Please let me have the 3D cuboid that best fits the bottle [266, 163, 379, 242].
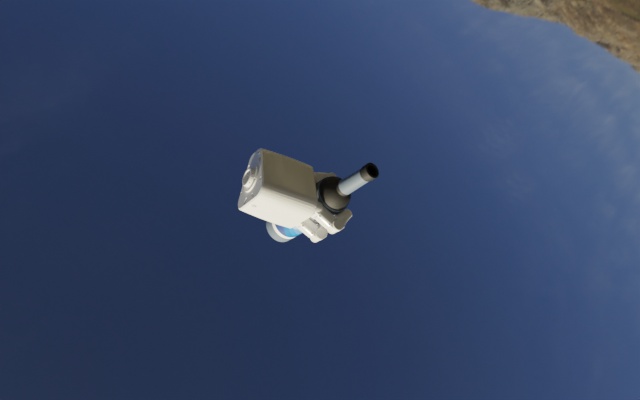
[{"bbox_3d":[0.000,0.003,0.871,0.069,0.069,0.296,0,-20,-37],"label":"bottle"}]
